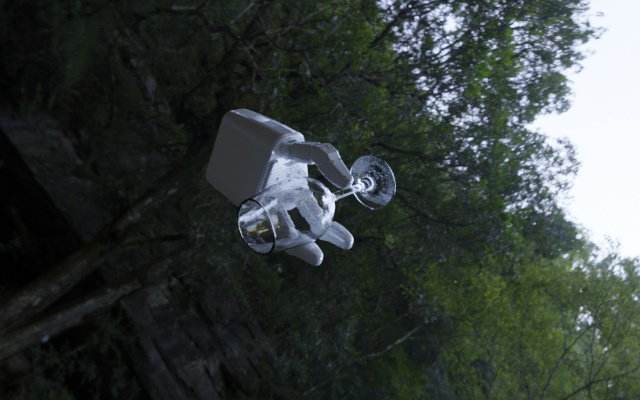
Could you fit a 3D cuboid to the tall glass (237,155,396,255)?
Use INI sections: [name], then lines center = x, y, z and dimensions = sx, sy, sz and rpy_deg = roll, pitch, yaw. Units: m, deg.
[tall glass]
center = 0.001, 0.002, 0.563
dimensions = 0.079, 0.079, 0.201
rpy_deg = 0, 15, 45
